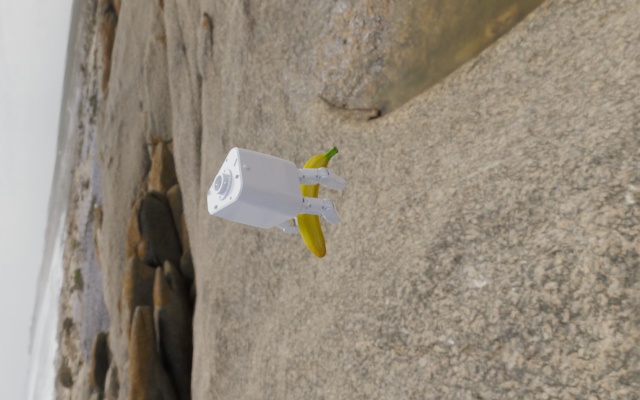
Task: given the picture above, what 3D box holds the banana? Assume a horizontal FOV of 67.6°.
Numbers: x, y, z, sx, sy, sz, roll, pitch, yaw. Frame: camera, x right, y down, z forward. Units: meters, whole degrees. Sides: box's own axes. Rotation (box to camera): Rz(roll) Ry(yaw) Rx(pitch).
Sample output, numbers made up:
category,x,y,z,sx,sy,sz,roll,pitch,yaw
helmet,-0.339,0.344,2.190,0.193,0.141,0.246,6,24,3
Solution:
category,x,y,z,sx,sy,sz,roll,pitch,yaw
banana,-0.013,0.002,0.819,0.069,0.197,0.037,-10,-23,44
